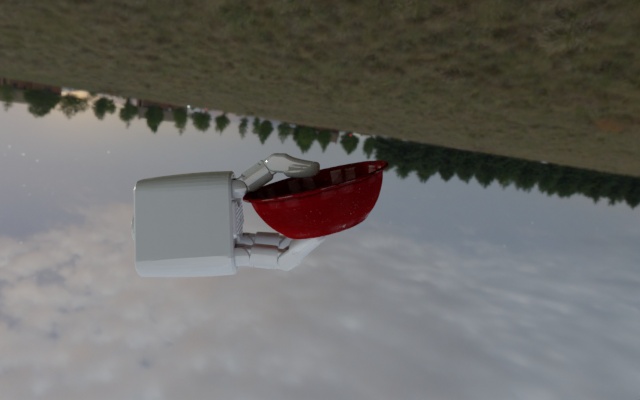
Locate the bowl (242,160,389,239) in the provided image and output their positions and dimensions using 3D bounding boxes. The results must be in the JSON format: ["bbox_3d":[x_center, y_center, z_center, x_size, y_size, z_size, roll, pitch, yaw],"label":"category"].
[{"bbox_3d":[0.001,0.002,0.520,0.162,0.055,0.162,-14,9,2],"label":"bowl"}]
